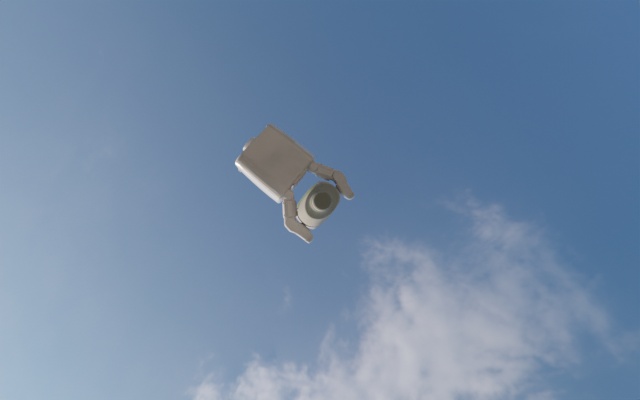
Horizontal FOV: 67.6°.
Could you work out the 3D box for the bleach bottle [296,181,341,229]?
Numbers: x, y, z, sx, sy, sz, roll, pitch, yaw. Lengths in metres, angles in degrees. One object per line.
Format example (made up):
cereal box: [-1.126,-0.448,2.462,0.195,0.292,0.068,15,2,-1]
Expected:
bleach bottle: [0.000,0.003,0.872,0.068,0.102,0.251,40,-6,0]
